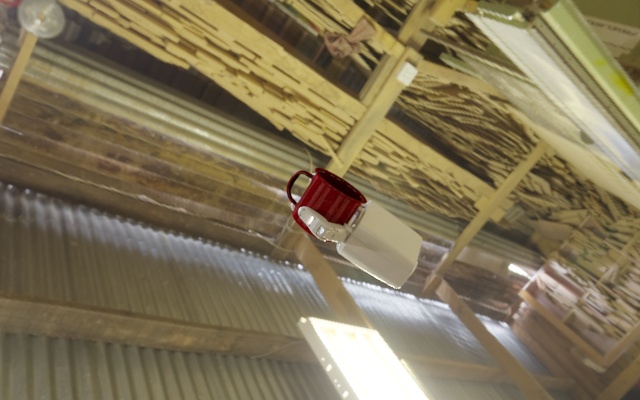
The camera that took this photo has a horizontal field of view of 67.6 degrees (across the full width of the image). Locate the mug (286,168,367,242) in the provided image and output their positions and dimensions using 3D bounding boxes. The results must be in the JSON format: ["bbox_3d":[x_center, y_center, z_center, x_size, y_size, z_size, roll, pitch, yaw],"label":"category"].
[{"bbox_3d":[-0.001,0.002,0.727,0.117,0.081,0.093,34,15,2],"label":"mug"}]
